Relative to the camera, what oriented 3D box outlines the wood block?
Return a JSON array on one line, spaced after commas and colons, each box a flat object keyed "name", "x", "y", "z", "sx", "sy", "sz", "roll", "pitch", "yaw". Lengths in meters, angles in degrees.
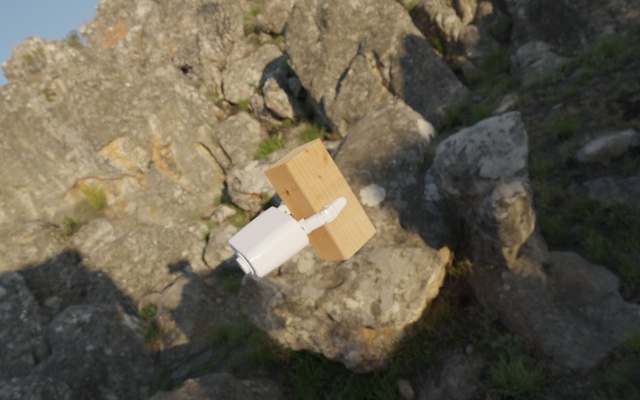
[{"name": "wood block", "x": 0.000, "y": 0.003, "z": 0.884, "sx": 0.090, "sy": 0.206, "sz": 0.091, "roll": -40, "pitch": 15, "yaw": -30}]
